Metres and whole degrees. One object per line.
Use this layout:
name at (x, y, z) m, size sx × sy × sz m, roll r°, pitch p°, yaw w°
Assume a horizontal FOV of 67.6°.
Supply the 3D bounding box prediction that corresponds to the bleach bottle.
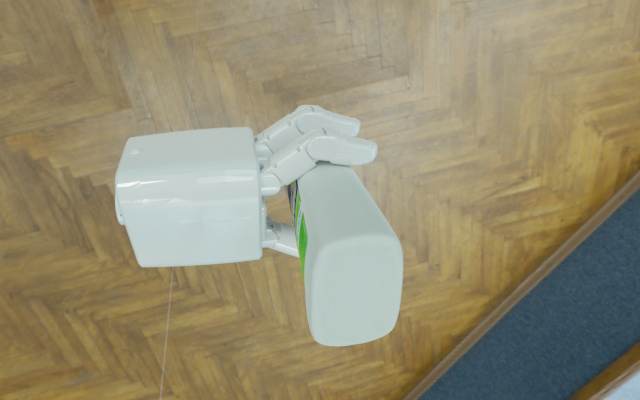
bleach bottle at (0.000, 0.001, 0.429) m, size 0.068 × 0.103 × 0.250 m, roll -6°, pitch 31°, yaw -10°
